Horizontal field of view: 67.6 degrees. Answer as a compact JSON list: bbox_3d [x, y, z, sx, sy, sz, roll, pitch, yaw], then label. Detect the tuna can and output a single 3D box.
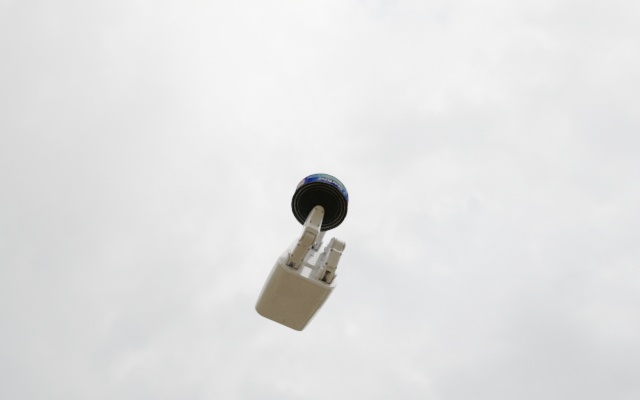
[{"bbox_3d":[0.000,0.002,0.721,0.086,0.086,0.033,0,29,8],"label":"tuna can"}]
